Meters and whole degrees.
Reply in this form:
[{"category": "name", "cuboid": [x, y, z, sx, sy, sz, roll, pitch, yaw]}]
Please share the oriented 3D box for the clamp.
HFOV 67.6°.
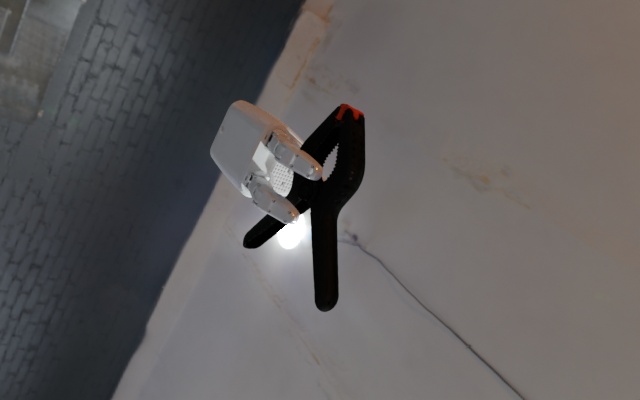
[{"category": "clamp", "cuboid": [0.001, 0.001, 0.517, 0.036, 0.210, 0.164, 16, 16, -45]}]
